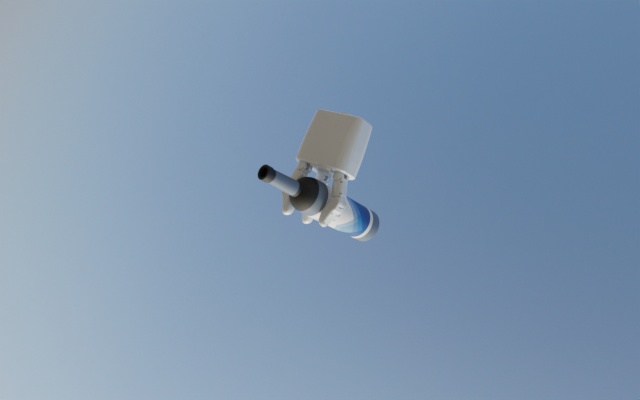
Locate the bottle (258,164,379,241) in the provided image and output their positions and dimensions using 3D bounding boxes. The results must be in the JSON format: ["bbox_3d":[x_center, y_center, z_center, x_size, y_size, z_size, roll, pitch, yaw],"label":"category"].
[{"bbox_3d":[0.000,0.003,0.878,0.069,0.069,0.296,0,-20,42],"label":"bottle"}]
